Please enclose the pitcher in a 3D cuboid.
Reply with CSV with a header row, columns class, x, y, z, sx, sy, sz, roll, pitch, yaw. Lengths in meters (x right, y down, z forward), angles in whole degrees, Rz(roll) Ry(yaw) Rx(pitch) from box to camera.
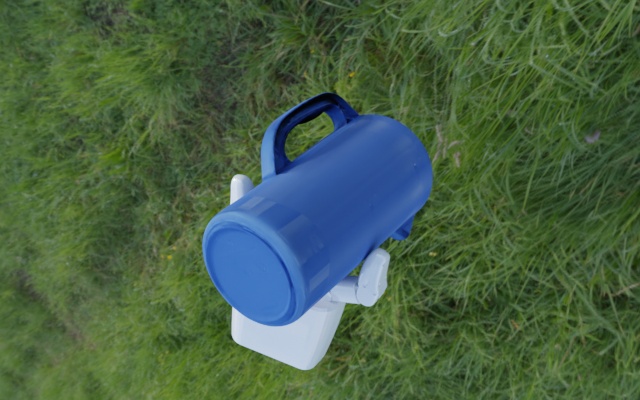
class,x,y,z,sx,sy,sz,roll,pitch,yaw
pitcher,0.000,0.002,0.467,0.149,0.145,0.242,29,37,20
